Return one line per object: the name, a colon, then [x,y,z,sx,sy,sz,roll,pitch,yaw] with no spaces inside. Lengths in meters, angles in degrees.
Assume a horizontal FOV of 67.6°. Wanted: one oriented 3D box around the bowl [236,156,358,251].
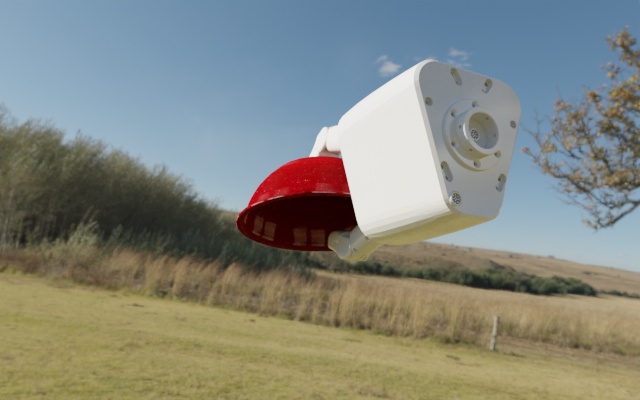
bowl: [-0.001,0.002,0.470,0.162,0.055,0.162,-1,-23,-1]
